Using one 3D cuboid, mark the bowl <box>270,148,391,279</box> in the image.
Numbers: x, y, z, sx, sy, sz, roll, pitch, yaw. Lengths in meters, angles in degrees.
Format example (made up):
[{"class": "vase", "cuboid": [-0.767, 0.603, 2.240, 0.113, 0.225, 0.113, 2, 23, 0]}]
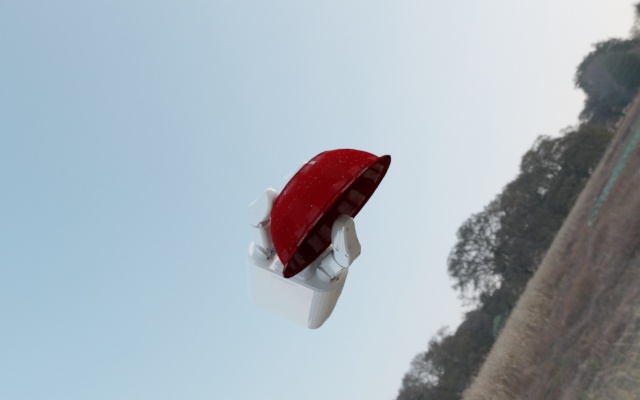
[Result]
[{"class": "bowl", "cuboid": [0.000, 0.000, 0.485, 0.055, 0.162, 0.162, 41, 10, 12]}]
